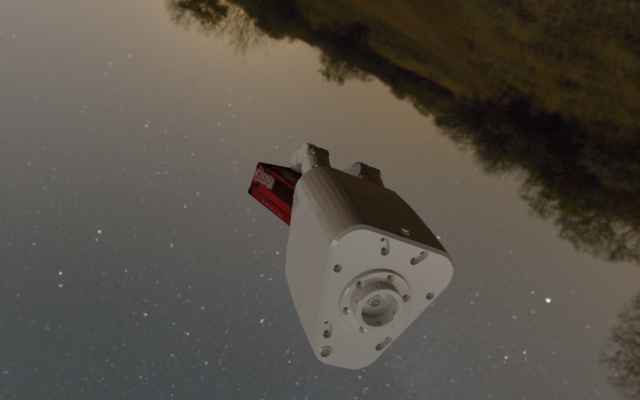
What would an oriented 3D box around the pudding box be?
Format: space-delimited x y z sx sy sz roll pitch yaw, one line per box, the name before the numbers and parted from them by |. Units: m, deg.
pudding box | 0.000 0.002 0.464 0.113 0.039 0.090 9 20 -47
